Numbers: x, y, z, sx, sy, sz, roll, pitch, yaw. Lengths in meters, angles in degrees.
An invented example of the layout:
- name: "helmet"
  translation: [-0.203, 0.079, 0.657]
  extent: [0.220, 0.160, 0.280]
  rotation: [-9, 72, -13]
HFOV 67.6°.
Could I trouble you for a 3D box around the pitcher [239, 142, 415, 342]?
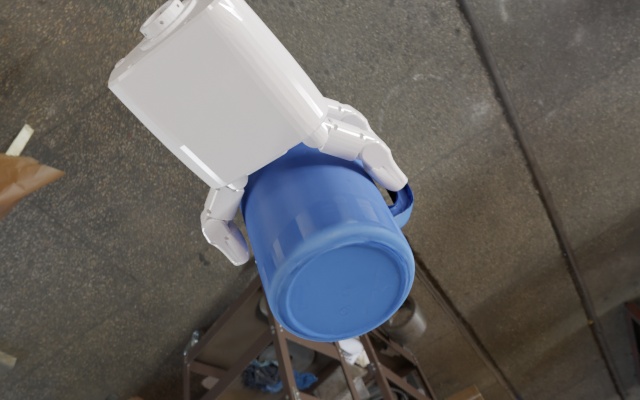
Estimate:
- name: "pitcher"
  translation: [0.000, 0.001, 0.430]
  extent: [0.149, 0.145, 0.242]
  rotation: [-38, 34, 9]
